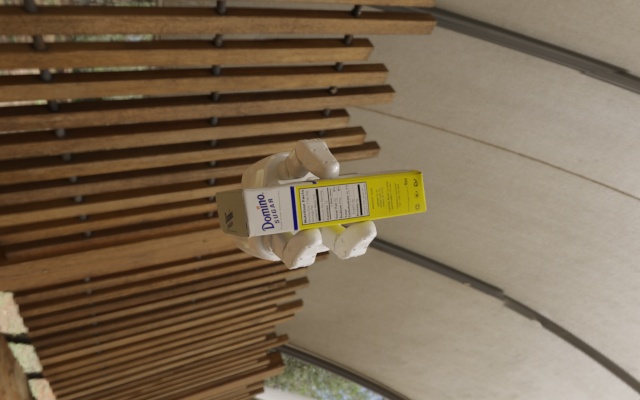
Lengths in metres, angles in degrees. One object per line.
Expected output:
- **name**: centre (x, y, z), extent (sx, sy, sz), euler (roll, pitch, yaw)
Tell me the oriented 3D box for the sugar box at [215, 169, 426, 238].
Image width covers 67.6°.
- **sugar box**: centre (0.000, 0.002, 0.447), extent (0.176, 0.048, 0.093), euler (-10, 3, -25)
